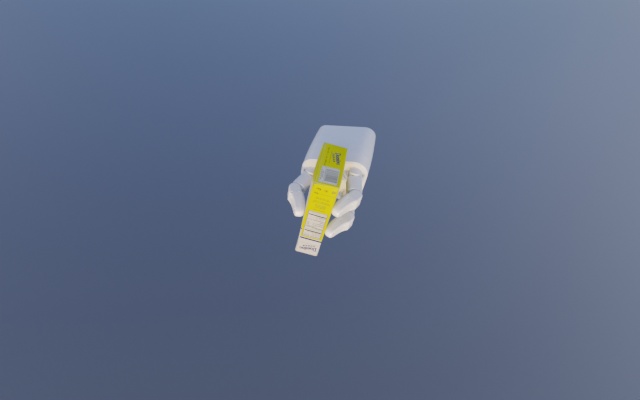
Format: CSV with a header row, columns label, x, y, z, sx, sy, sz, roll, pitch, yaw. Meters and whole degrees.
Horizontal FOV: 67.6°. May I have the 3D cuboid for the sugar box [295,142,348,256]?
label,x,y,z,sx,sy,sz,roll,pitch,yaw
sugar box,0.001,0.003,0.779,0.048,0.093,0.176,14,-42,1
